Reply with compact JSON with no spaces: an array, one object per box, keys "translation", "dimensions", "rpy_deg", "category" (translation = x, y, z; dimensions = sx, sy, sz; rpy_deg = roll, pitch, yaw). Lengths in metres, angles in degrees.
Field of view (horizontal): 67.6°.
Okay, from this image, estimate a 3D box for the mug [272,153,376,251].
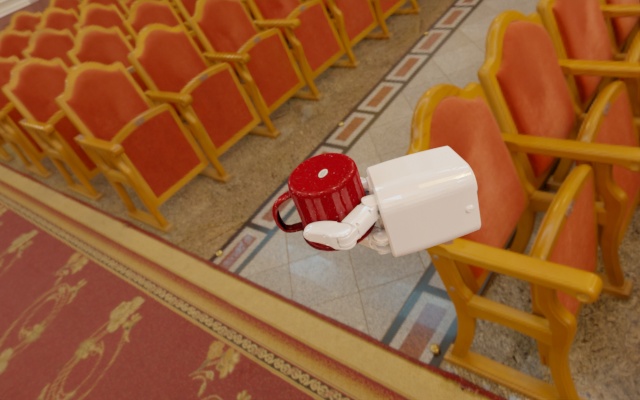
[{"translation":[-0.001,0.002,0.559],"dimensions":[0.117,0.082,0.093],"rpy_deg":[-17,36,5],"category":"mug"}]
